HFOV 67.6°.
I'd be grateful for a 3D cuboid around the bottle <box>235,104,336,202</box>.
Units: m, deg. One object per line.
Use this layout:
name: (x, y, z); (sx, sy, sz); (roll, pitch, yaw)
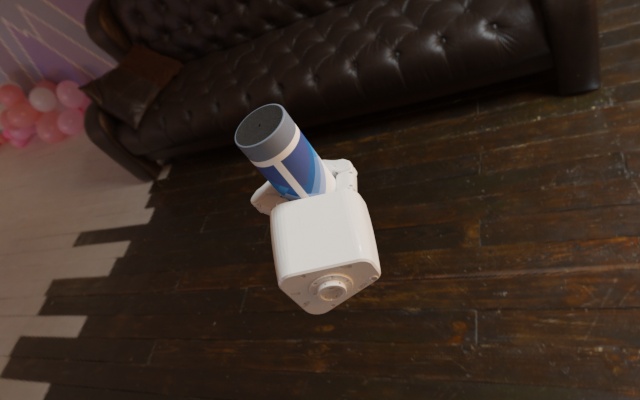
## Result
bottle: (0.000, 0.002, 0.627); (0.069, 0.069, 0.296); (0, -36, 35)
